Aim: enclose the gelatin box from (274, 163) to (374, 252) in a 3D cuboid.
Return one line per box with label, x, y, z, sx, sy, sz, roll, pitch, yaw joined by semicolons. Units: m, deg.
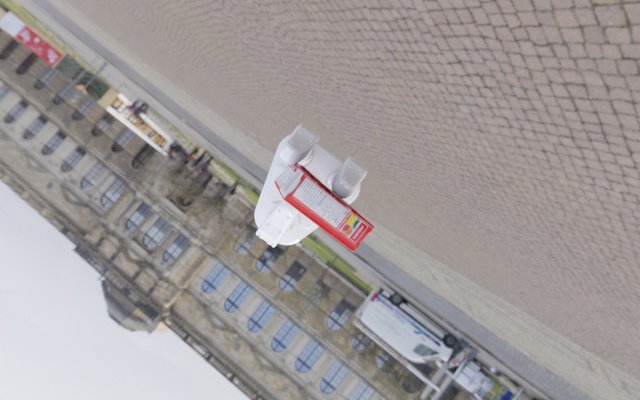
gelatin box;0.000;0.002;0.412;0.073;0.030;0.089;38;3;-15
